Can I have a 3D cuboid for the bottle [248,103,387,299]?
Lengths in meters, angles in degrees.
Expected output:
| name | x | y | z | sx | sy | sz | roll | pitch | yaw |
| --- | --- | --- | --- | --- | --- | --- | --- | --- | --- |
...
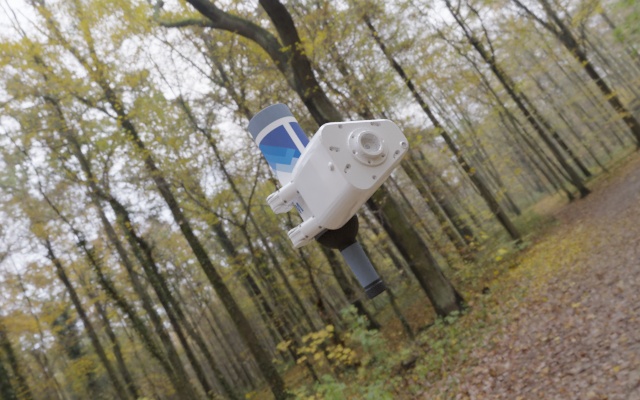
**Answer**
| name | x | y | z | sx | sy | sz | roll | pitch | yaw |
| --- | --- | --- | --- | --- | --- | --- | --- | --- | --- |
| bottle | 0.000 | 0.002 | 0.660 | 0.069 | 0.295 | 0.069 | -31 | -12 | -7 |
